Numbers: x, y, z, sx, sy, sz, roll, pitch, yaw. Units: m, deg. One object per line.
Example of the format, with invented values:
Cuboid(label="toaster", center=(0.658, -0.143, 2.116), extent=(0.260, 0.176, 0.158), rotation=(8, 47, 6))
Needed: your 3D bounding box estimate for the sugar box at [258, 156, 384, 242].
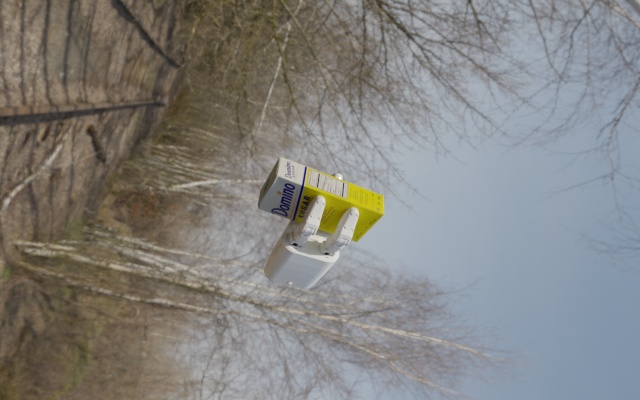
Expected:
Cuboid(label="sugar box", center=(0.000, 0.003, 0.736), extent=(0.176, 0.048, 0.093), rotation=(17, -40, -17))
